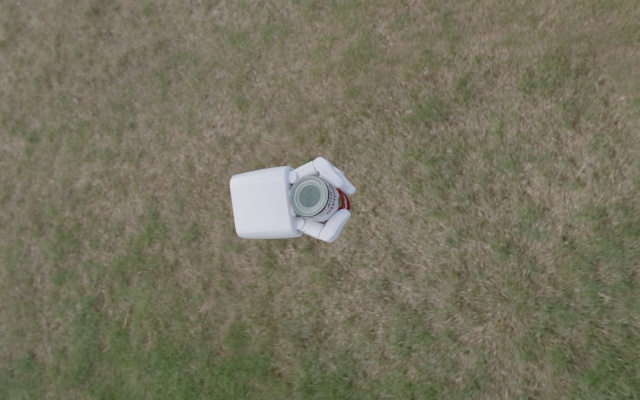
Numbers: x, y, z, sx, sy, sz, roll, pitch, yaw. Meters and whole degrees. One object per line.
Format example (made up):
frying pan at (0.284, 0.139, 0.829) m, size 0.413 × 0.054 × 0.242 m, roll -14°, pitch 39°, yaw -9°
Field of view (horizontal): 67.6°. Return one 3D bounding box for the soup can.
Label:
soup can at (0.000, 0.003, 0.769) m, size 0.068 × 0.068 × 0.102 m, roll 0°, pitch -11°, yaw 22°
